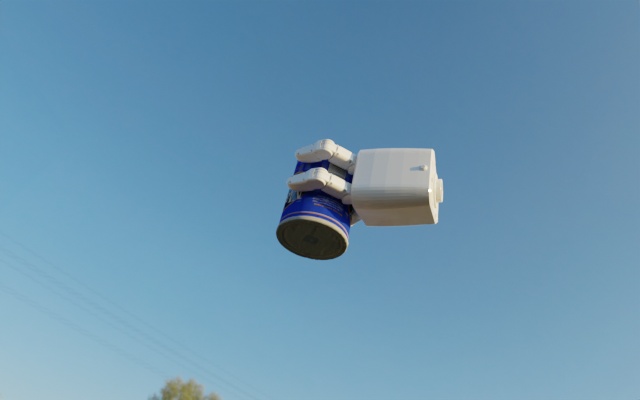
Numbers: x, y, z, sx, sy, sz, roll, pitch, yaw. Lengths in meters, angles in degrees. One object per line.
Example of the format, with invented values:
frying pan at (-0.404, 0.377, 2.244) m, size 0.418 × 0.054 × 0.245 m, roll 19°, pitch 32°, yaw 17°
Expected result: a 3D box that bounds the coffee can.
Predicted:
coffee can at (0.000, 0.002, 0.709) m, size 0.103 × 0.140 × 0.103 m, roll 9°, pitch -36°, yaw 6°
